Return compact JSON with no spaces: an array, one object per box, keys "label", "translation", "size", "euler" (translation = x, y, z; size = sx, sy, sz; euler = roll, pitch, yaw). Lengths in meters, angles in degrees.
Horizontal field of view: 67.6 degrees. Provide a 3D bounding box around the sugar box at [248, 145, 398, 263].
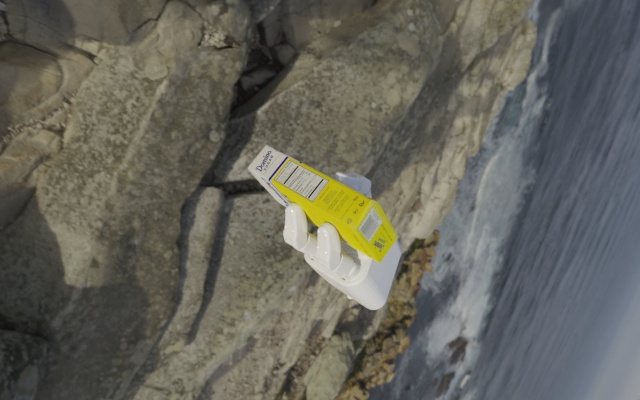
[{"label":"sugar box","translation":[0.000,0.002,0.567],"size":[0.176,0.048,0.093],"euler":[26,-16,36]}]
